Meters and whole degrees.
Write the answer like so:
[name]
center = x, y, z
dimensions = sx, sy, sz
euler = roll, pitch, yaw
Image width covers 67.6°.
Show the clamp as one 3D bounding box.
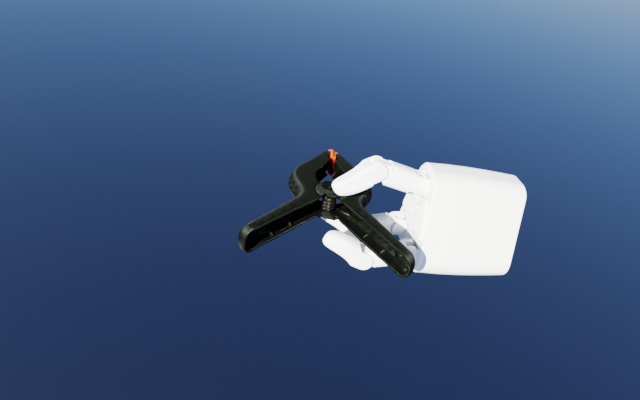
[clamp]
center = 0.000, 0.001, 0.511
dimensions = 0.164, 0.036, 0.209
euler = 7, 32, -10
